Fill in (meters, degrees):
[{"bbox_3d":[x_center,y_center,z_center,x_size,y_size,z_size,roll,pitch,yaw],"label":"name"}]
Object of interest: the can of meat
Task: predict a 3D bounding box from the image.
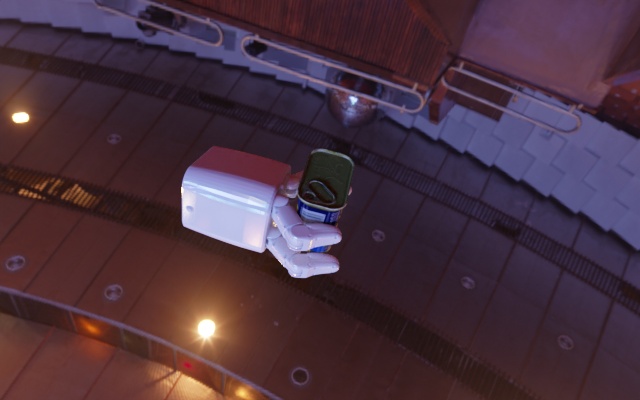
[{"bbox_3d":[0.000,0.002,0.580,0.057,0.084,0.102,15,43,0],"label":"can of meat"}]
